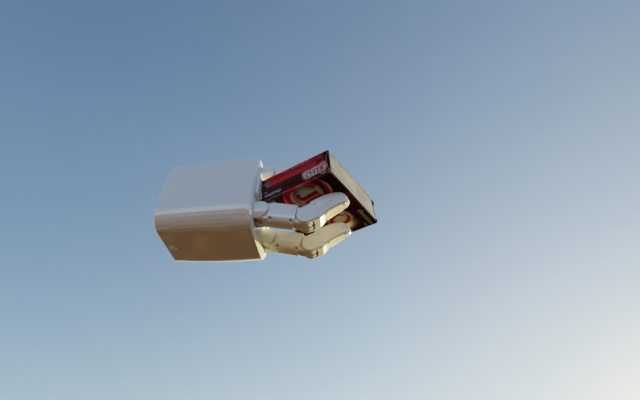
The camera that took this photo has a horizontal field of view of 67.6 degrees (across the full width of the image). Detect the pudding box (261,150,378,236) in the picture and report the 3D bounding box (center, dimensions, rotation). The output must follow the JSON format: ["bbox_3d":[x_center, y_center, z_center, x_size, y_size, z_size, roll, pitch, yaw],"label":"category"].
[{"bbox_3d":[0.000,0.002,0.549,0.090,0.039,0.113,-23,-40,23],"label":"pudding box"}]
